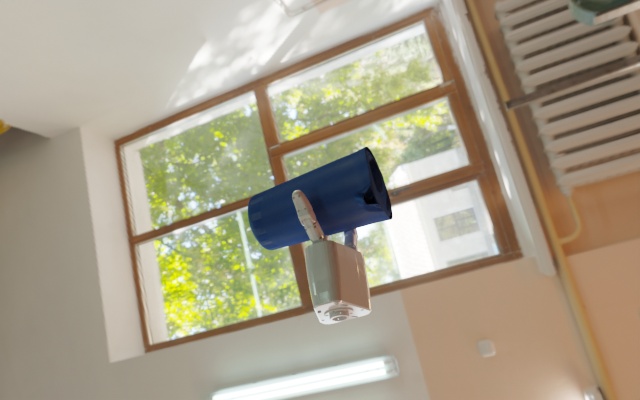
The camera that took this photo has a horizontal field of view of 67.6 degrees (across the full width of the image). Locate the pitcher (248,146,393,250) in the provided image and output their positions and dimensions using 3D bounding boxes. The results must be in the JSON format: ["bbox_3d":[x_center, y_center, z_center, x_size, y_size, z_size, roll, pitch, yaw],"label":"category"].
[{"bbox_3d":[0.000,0.003,0.861,0.243,0.145,0.149,-19,-31,16],"label":"pitcher"}]
